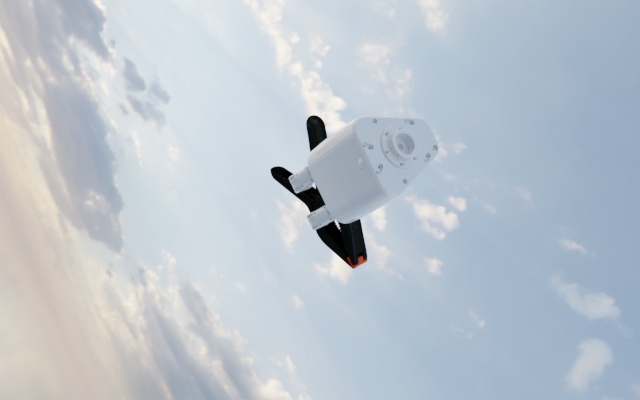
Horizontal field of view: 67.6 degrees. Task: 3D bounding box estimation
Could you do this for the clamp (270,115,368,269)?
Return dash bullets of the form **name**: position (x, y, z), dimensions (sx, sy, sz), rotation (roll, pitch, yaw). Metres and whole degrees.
- **clamp**: position (0.001, 0.002, 0.690), dimensions (0.036, 0.210, 0.164), rotation (-24, -4, -32)
